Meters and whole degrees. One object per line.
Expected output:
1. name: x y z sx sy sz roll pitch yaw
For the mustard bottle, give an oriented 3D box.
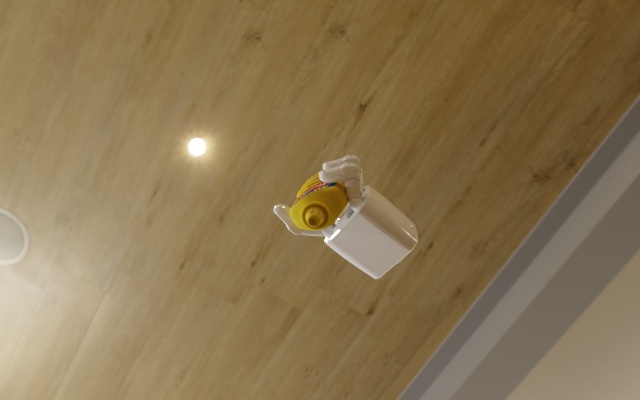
1. mustard bottle: 0.000 0.002 0.752 0.096 0.058 0.191 -25 13 12
